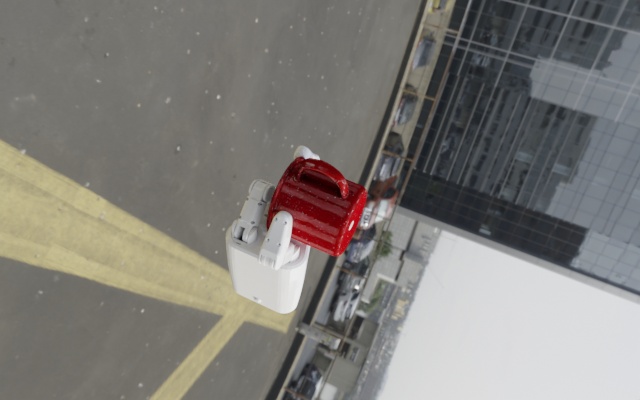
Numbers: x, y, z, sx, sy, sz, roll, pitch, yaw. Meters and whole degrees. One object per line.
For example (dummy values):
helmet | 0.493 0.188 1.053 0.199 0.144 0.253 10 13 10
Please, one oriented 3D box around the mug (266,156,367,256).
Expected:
mug | 0.000 0.001 0.508 0.081 0.093 0.117 22 -39 12
